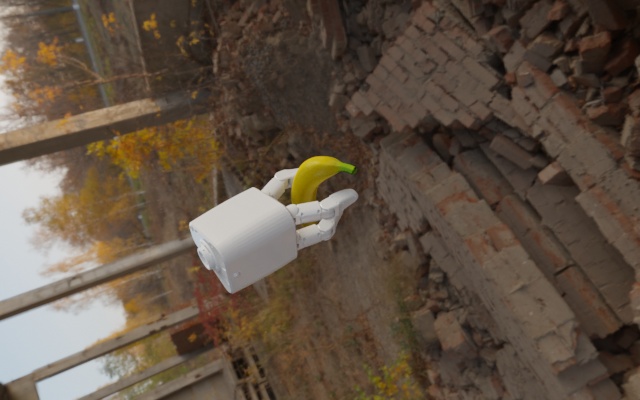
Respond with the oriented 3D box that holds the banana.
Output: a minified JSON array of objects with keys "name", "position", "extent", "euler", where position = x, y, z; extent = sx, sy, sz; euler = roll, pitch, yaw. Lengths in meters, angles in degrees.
[{"name":"banana","position":[-0.012,-0.012,0.697],"extent":[0.037,0.069,0.198],"euler":[-40,-9,-30]}]
